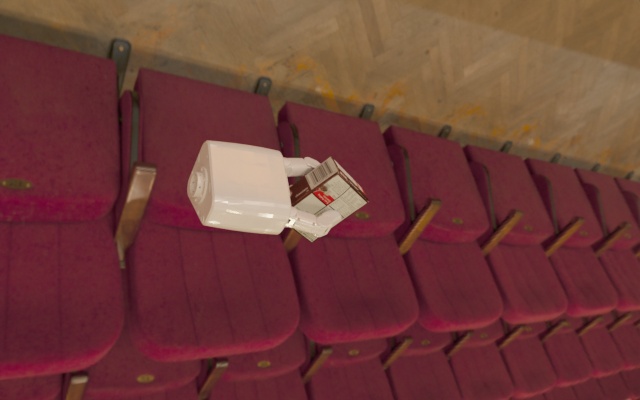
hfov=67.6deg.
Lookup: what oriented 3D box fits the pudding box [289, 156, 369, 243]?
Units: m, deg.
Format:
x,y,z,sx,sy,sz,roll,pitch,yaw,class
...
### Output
x,y,z,sx,sy,sz,roll,pitch,yaw,class
0.000,0.002,0.692,0.113,0.039,0.090,-35,-43,14,pudding box
